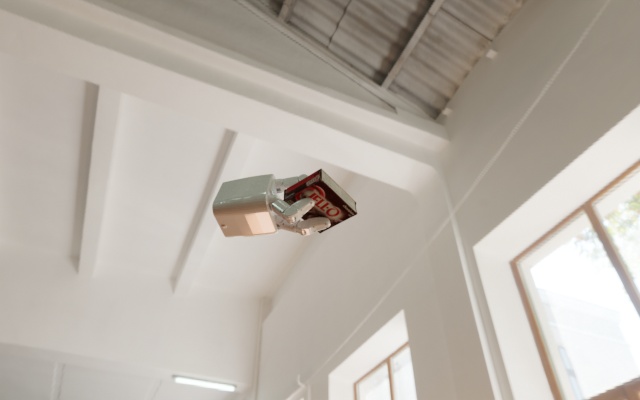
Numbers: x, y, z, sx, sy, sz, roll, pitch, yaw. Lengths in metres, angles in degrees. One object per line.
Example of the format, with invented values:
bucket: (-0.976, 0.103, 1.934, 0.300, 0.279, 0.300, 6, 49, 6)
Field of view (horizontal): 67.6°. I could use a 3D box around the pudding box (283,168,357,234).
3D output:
pudding box: (0.000, 0.003, 0.883, 0.090, 0.039, 0.113, -29, -49, 27)
